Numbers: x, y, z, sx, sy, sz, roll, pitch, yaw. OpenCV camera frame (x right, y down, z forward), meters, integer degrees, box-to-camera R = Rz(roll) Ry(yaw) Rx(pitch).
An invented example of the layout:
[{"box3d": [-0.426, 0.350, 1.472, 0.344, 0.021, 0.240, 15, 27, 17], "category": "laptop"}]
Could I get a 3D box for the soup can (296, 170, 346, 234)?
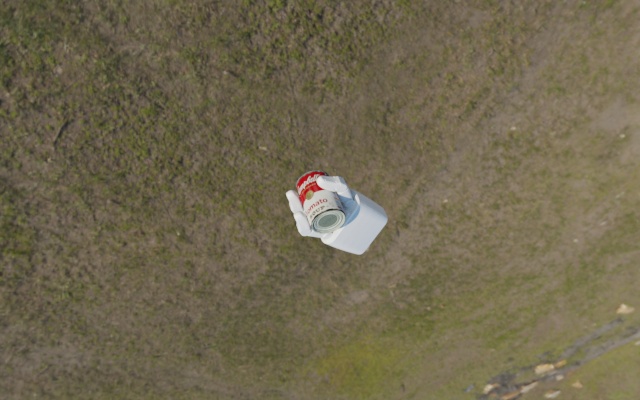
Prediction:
[{"box3d": [0.000, 0.003, 0.886, 0.068, 0.102, 0.069, -13, -39, -11], "category": "soup can"}]
